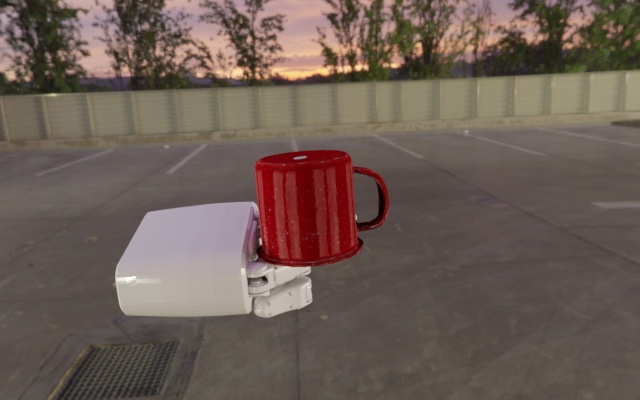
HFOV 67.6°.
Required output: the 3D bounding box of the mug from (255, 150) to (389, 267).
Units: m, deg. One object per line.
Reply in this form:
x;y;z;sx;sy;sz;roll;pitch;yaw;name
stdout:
0.001;0.001;0.406;0.117;0.081;0.093;-4;13;1;mug
